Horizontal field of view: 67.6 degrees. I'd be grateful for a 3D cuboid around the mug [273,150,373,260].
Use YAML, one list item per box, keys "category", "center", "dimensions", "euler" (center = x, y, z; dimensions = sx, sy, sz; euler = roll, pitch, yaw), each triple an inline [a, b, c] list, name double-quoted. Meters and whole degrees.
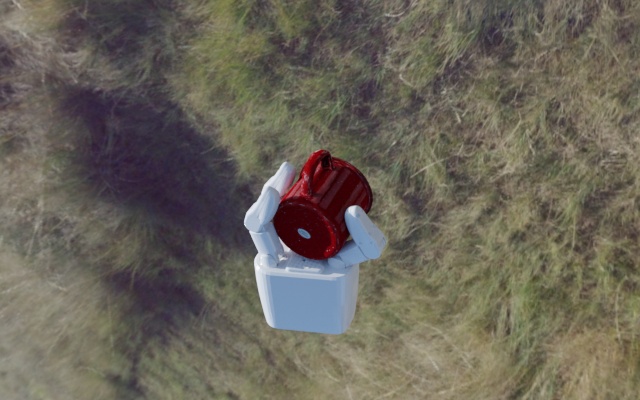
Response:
- category: "mug"
  center: [0.000, 0.001, 0.517]
  dimensions: [0.093, 0.117, 0.081]
  euler: [14, 41, 20]
